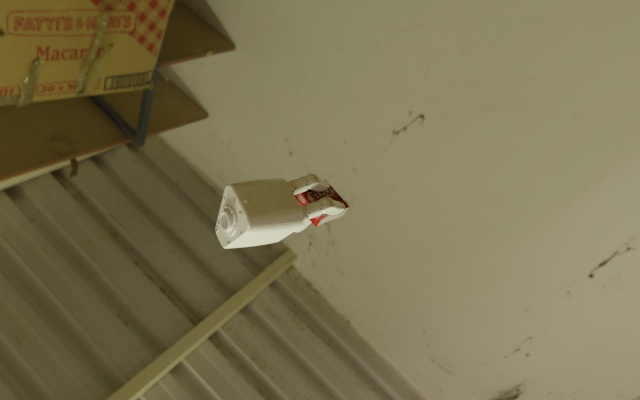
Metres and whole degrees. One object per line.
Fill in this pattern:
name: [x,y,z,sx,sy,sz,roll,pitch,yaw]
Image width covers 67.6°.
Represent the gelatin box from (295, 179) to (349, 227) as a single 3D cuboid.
gelatin box: [0.000,0.003,0.875,0.089,0.073,0.030,-19,-27,-50]
